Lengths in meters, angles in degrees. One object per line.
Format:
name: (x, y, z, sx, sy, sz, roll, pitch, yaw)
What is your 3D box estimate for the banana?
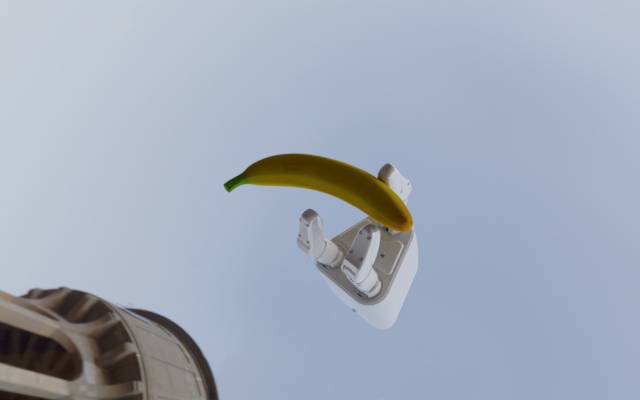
banana: (0.003, -0.014, 0.485, 0.198, 0.069, 0.037, 11, -30, 20)
